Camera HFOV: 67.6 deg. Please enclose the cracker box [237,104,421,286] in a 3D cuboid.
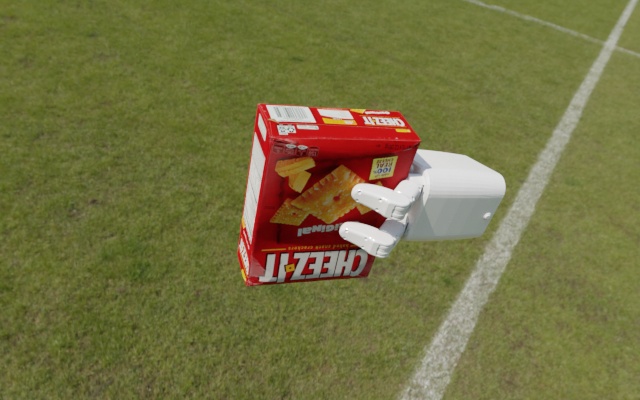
[{"bbox_3d":[0.000,0.002,0.548,0.164,0.214,0.072,-1,39,-19],"label":"cracker box"}]
